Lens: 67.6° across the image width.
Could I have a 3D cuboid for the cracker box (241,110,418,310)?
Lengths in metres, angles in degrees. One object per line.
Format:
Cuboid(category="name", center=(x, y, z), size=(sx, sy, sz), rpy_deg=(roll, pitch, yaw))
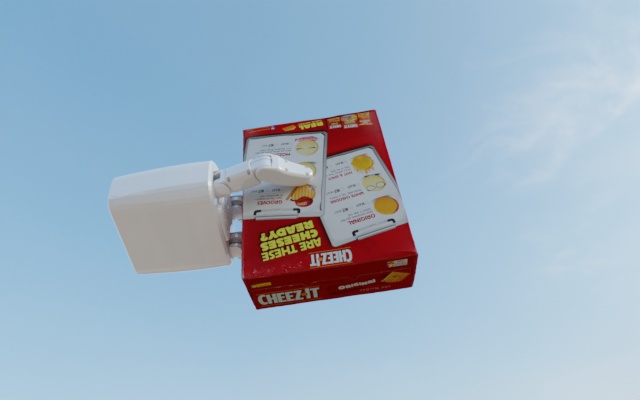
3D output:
Cuboid(category="cracker box", center=(0.000, 0.001, 0.523), size=(0.164, 0.213, 0.072), rpy_deg=(-9, -41, 0))
